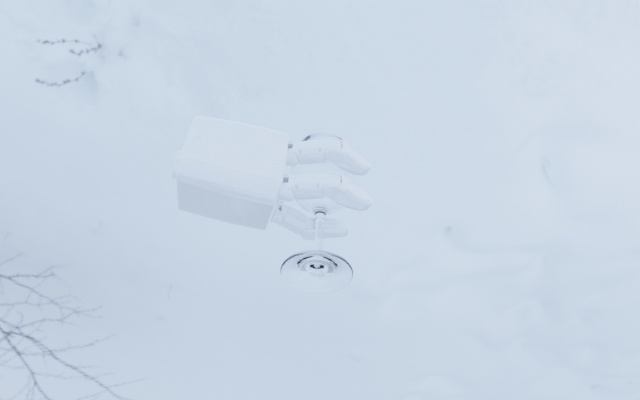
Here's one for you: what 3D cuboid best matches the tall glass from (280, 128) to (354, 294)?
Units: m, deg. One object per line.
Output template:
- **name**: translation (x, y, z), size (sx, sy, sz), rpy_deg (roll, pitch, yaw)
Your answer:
- **tall glass**: translation (0.000, 0.002, 0.551), size (0.079, 0.200, 0.079), rpy_deg (2, -43, 2)
